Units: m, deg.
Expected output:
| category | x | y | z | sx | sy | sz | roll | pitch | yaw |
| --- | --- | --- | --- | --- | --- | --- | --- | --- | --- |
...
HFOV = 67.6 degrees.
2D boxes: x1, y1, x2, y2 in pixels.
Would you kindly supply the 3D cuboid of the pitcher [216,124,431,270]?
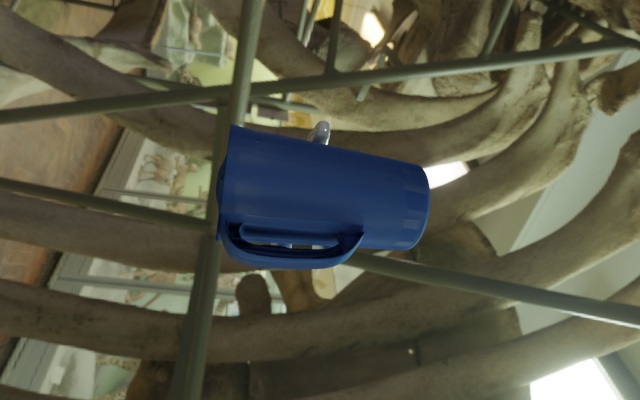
| category | x | y | z | sx | sy | sz | roll | pitch | yaw |
| --- | --- | --- | --- | --- | --- | --- | --- | --- | --- |
| pitcher | 0.000 | 0.002 | 0.560 | 0.243 | 0.149 | 0.145 | 8 | 0 | -11 |
